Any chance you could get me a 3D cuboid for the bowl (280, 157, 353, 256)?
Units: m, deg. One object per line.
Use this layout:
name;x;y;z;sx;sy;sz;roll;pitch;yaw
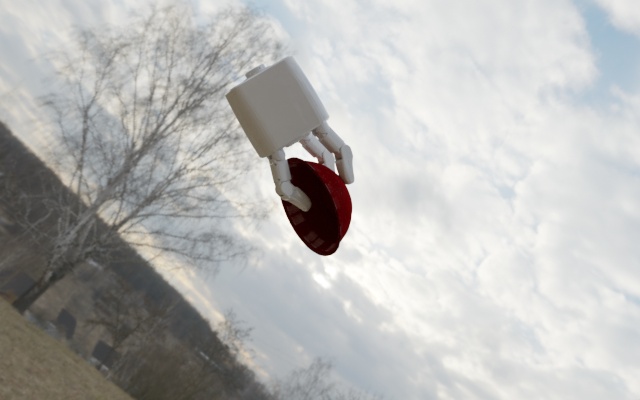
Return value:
bowl;0.001;0.003;0.738;0.055;0.162;0.162;-23;12;-29
